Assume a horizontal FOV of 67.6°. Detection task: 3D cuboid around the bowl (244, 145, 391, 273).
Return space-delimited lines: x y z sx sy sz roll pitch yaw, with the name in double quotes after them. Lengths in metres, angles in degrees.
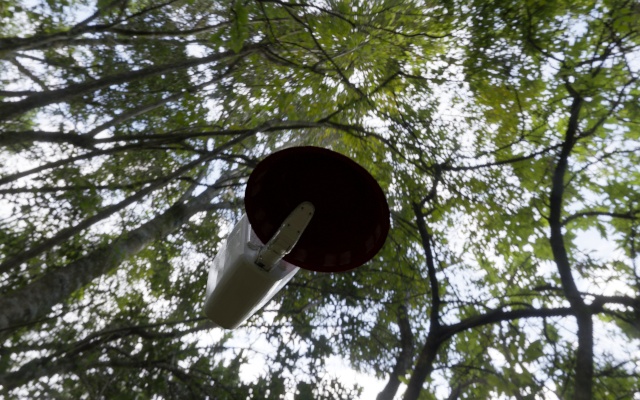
0.001 0.001 0.532 0.162 0.162 0.055 0 32 17 "bowl"
